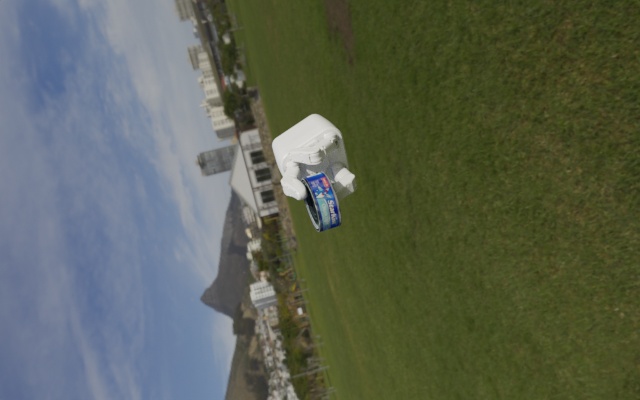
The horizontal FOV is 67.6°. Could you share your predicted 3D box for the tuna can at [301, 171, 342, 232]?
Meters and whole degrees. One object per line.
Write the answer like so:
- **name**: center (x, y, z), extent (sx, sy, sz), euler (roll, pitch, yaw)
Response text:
- **tuna can**: center (0.000, 0.003, 0.707), extent (0.034, 0.086, 0.086), euler (-17, 3, -11)
